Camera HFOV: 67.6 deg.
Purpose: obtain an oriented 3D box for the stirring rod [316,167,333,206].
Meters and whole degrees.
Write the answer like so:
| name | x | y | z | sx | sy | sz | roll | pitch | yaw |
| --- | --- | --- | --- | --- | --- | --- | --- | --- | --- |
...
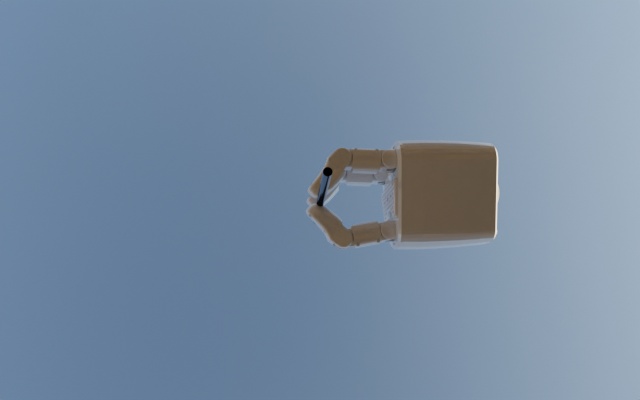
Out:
| name | x | y | z | sx | sy | sz | roll | pitch | yaw |
| --- | --- | --- | --- | --- | --- | --- | --- | --- | --- |
| stirring rod | 0.000 | 0.002 | 0.504 | 0.011 | 0.011 | 0.239 | 0 | -12 | -3 |
